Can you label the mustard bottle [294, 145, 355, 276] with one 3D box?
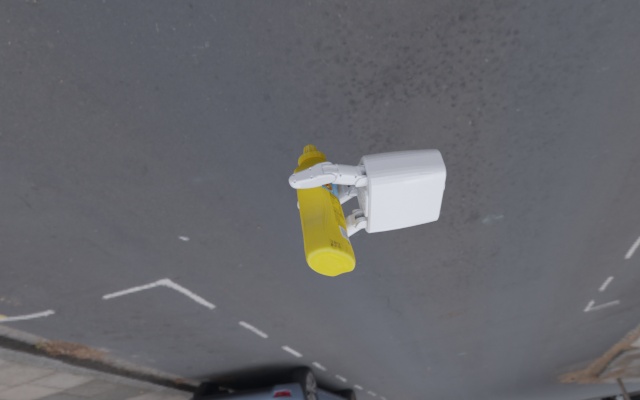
[{"bbox_3d":[0.000,0.002,0.666,0.058,0.191,0.096,-20,-31,16],"label":"mustard bottle"}]
